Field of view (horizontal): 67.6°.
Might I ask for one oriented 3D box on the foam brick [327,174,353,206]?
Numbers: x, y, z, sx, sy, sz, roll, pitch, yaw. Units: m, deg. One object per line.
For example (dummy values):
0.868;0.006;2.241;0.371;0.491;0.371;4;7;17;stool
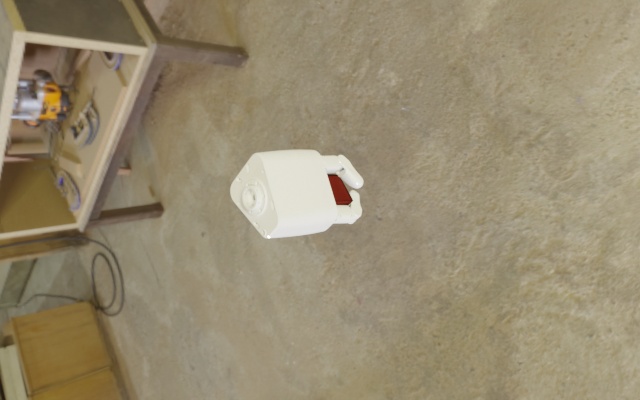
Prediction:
0.000;0.003;0.728;0.051;0.053;0.078;-3;-34;-43;foam brick
